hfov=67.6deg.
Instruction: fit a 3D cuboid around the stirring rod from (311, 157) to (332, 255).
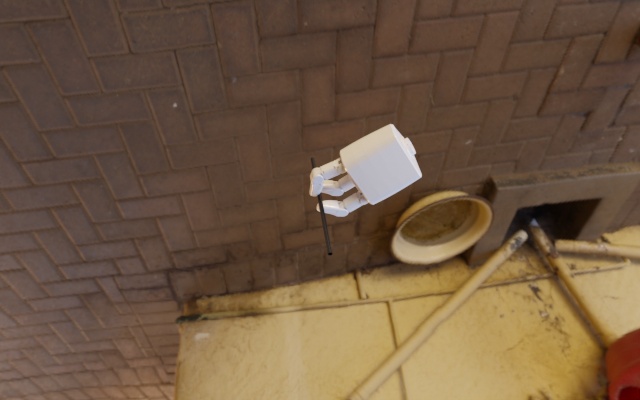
[{"bbox_3d":[0.000,0.003,0.883,0.011,0.239,0.011,-6,-43,-5],"label":"stirring rod"}]
